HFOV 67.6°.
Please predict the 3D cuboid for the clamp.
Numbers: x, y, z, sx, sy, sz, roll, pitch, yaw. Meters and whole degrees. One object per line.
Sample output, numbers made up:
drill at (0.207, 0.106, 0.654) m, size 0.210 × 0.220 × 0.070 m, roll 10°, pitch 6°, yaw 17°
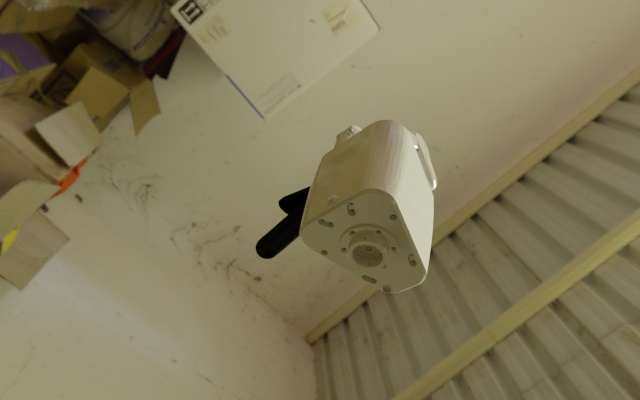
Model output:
clamp at (0.001, 0.002, 0.524) m, size 0.171 × 0.039 × 0.120 m, roll -31°, pitch 23°, yaw 32°
